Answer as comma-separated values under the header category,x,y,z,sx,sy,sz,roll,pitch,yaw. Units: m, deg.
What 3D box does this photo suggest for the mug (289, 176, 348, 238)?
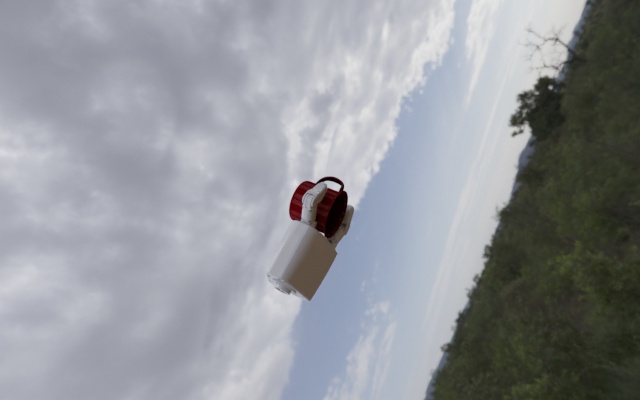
category,x,y,z,sx,sy,sz,roll,pitch,yaw
mug,0.001,0.002,0.890,0.081,0.117,0.093,21,-22,21
